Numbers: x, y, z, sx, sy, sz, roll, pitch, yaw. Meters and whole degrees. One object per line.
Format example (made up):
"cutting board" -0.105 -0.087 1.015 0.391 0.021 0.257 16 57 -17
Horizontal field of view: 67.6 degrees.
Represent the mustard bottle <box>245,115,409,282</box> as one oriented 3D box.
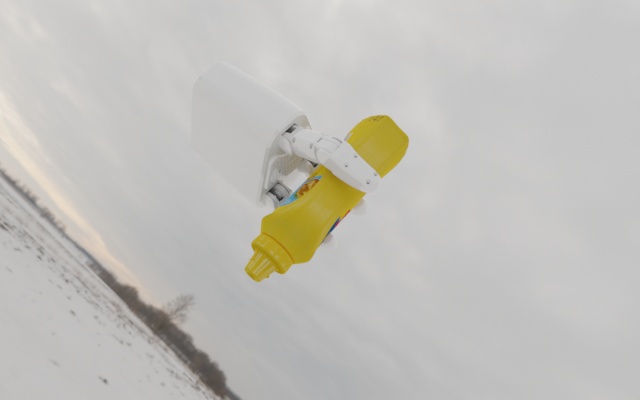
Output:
"mustard bottle" 0.000 0.002 0.452 0.191 0.058 0.096 -46 6 -23
